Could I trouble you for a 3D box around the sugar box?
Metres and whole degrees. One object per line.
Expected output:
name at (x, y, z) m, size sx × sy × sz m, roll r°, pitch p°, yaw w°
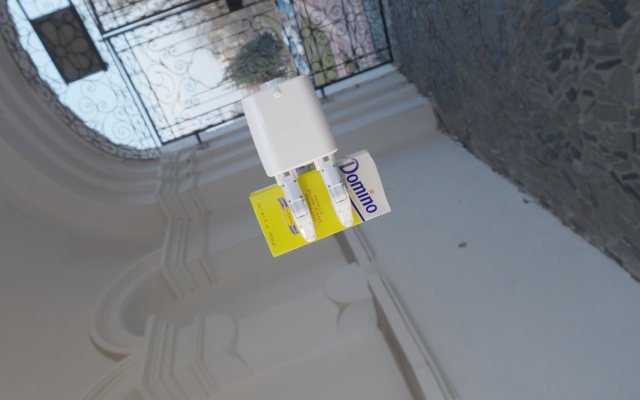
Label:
sugar box at (0.000, 0.002, 0.664) m, size 0.176 × 0.093 × 0.048 m, roll -22°, pitch 8°, yaw -2°
